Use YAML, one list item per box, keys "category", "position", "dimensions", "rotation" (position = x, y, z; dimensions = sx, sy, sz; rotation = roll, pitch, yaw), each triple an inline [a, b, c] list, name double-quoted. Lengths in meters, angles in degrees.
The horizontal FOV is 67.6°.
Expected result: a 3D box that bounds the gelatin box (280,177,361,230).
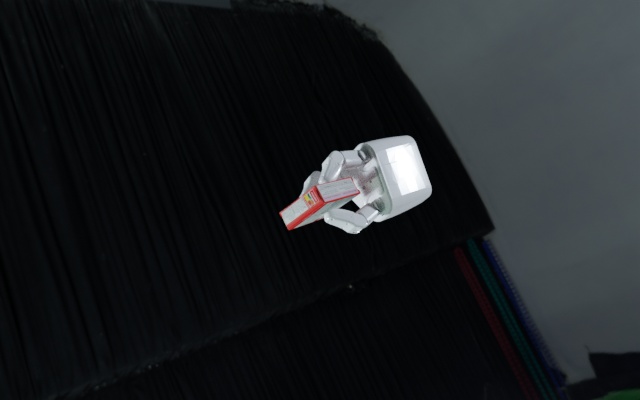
- category: "gelatin box"
  position: [0.000, 0.003, 0.637]
  dimensions: [0.073, 0.030, 0.089]
  rotation: [-36, -11, 36]
